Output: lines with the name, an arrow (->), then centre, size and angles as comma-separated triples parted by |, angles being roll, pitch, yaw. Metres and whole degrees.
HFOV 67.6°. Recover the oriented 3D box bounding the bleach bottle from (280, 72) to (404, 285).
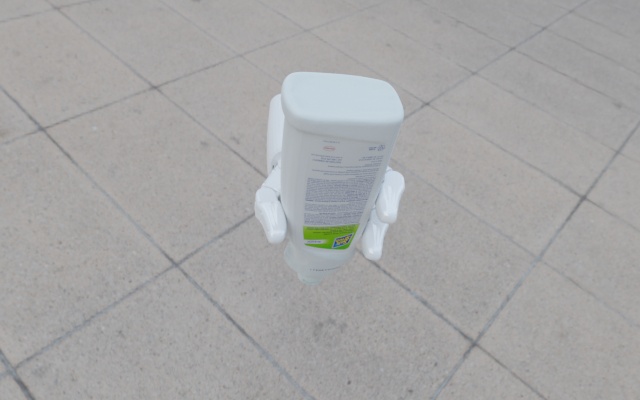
bleach bottle -> 0.000, 0.002, 0.468 | 0.102, 0.068, 0.251 | 2, -44, -12
